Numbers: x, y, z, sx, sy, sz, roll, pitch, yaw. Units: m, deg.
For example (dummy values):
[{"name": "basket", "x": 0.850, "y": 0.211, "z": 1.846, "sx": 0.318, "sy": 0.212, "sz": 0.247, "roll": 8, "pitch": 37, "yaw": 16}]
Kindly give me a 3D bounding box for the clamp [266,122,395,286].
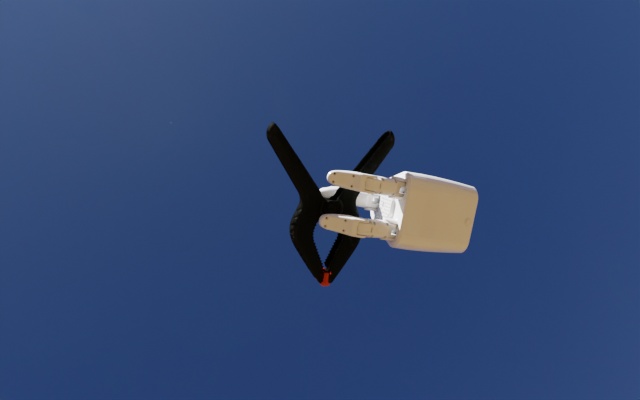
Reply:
[{"name": "clamp", "x": 0.000, "y": 0.002, "z": 0.605, "sx": 0.164, "sy": 0.210, "sz": 0.036, "roll": 9, "pitch": 6, "yaw": -15}]
